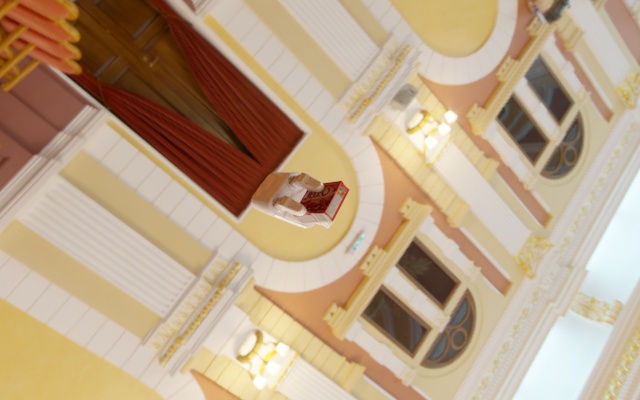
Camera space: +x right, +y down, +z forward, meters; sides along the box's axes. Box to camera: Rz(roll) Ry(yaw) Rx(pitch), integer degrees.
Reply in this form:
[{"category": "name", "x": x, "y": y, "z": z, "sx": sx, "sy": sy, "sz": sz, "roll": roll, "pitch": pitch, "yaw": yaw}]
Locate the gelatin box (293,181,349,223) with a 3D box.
[{"category": "gelatin box", "x": 0.001, "y": 0.003, "z": 0.864, "sx": 0.089, "sy": 0.073, "sz": 0.030, "roll": -4, "pitch": -41, "yaw": 48}]
